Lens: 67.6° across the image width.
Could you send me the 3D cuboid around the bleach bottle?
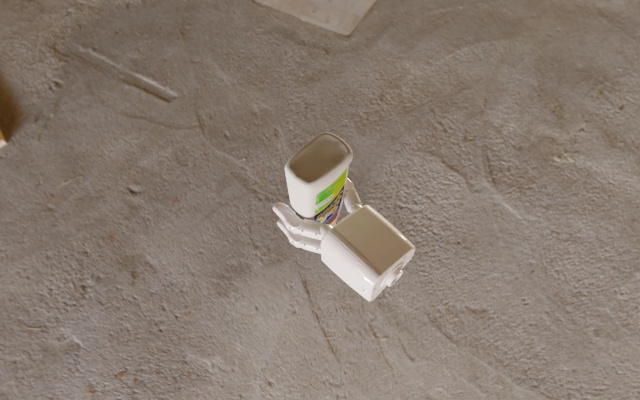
[{"bbox_3d":[0.000,0.003,0.789,0.068,0.102,0.251,41,-20,22],"label":"bleach bottle"}]
